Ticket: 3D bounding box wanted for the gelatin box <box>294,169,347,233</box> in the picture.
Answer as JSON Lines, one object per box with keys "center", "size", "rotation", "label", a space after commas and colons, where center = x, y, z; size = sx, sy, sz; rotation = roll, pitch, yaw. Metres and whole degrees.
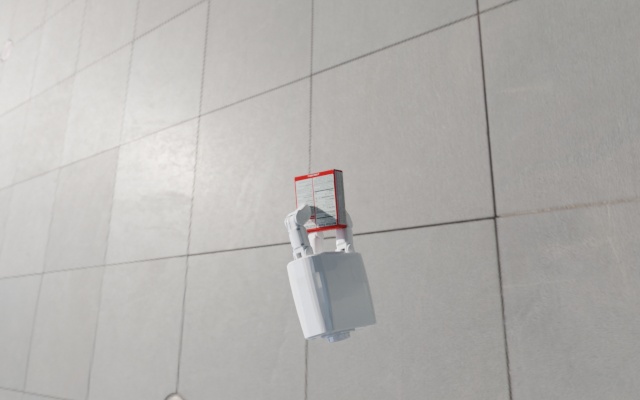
{"center": [0.000, 0.002, 0.722], "size": [0.073, 0.089, 0.030], "rotation": [-10, -10, 32], "label": "gelatin box"}
